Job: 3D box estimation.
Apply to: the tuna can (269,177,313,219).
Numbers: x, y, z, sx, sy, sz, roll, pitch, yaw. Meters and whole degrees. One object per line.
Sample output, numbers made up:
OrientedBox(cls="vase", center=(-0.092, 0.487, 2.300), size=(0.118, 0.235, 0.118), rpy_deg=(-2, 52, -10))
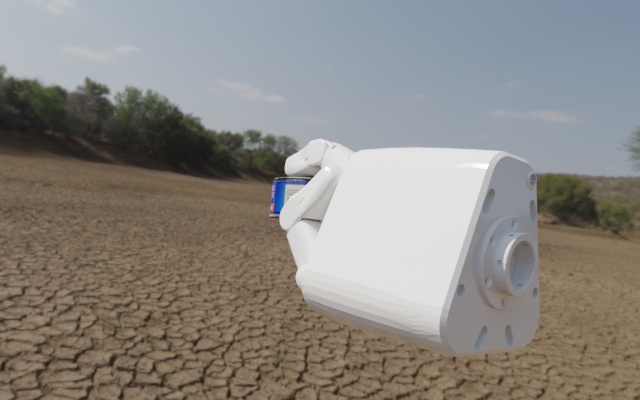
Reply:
OrientedBox(cls="tuna can", center=(0.000, 0.001, 0.409), size=(0.086, 0.034, 0.086), rpy_deg=(4, -3, 0))
